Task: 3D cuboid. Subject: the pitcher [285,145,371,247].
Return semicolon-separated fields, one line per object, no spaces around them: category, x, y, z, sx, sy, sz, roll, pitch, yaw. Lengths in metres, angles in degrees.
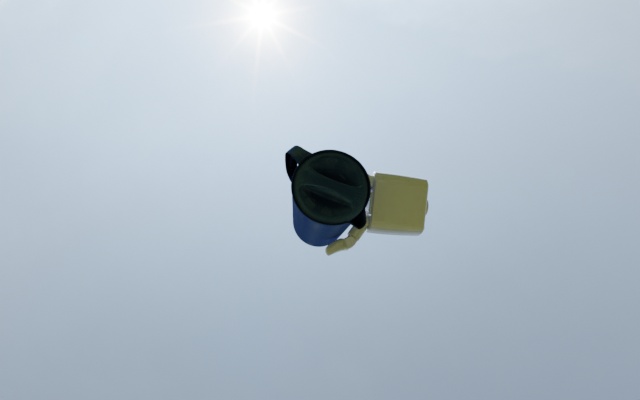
pitcher;0.000;0.003;0.895;0.145;0.149;0.243;4;-18;-5
